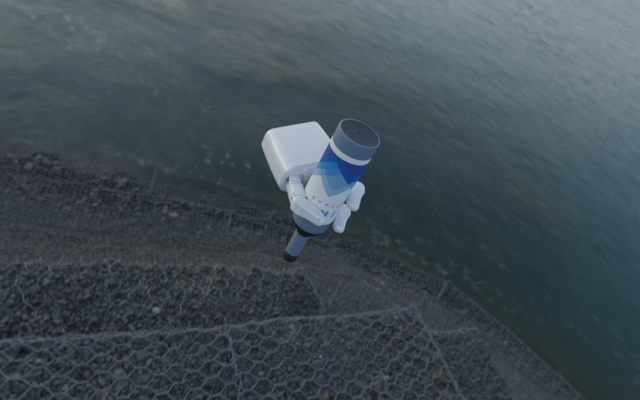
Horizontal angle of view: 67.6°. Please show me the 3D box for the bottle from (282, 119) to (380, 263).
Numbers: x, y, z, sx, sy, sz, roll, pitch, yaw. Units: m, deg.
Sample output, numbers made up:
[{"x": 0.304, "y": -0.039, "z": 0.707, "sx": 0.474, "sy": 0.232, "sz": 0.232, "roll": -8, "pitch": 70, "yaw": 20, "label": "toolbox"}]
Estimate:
[{"x": 0.000, "y": 0.002, "z": 0.785, "sx": 0.069, "sy": 0.069, "sz": 0.296, "roll": 0, "pitch": -43, "yaw": -32, "label": "bottle"}]
